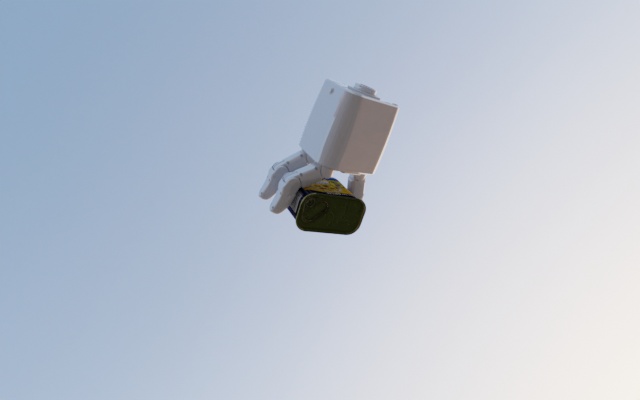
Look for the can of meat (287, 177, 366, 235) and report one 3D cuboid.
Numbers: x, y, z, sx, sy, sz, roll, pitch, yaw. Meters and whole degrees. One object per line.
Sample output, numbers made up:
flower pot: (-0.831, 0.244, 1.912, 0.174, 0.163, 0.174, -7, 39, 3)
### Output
can of meat: (0.000, 0.002, 0.684, 0.102, 0.057, 0.084, 7, 23, -28)
